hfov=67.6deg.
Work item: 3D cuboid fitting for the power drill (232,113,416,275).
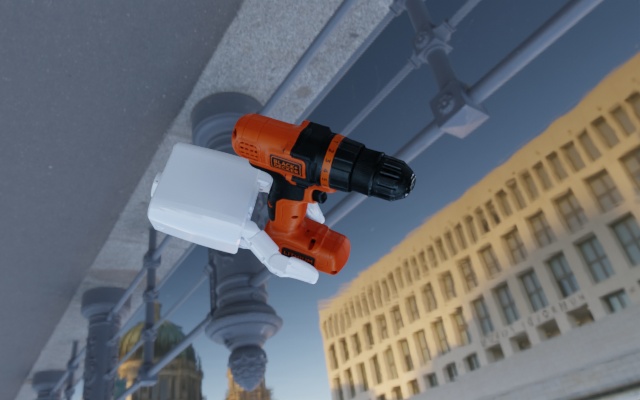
[{"bbox_3d":[0.000,0.002,0.512,0.184,0.057,0.188,20,-39,15],"label":"power drill"}]
